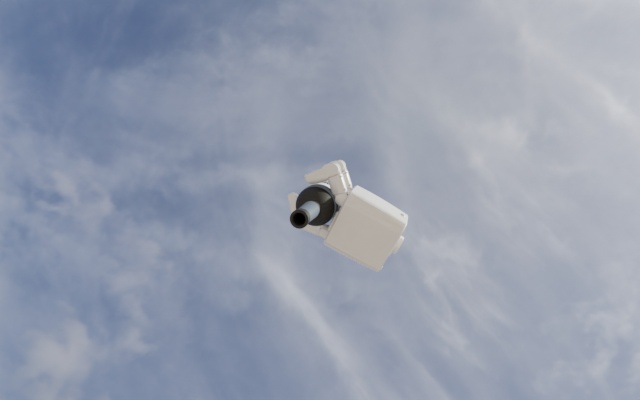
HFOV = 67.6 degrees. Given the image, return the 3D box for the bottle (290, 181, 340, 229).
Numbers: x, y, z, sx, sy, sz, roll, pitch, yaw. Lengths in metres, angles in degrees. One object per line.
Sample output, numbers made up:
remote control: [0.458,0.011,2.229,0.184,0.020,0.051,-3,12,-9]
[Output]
bottle: [0.000,0.003,0.809,0.069,0.069,0.295,0,9,12]
